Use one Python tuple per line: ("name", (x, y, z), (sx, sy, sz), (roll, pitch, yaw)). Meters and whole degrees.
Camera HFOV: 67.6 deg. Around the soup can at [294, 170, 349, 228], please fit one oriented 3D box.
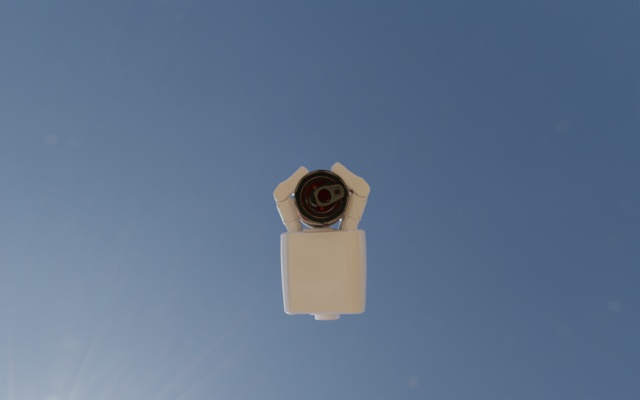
("soup can", (0.000, 0.002, 0.634), (0.068, 0.068, 0.102), (0, -8, -2))
